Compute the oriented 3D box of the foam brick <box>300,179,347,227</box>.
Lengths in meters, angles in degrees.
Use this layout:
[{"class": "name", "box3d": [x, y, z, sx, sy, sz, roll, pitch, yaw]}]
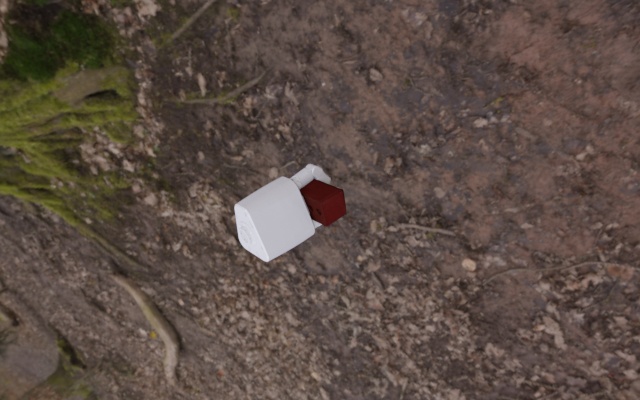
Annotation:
[{"class": "foam brick", "box3d": [0.000, 0.003, 0.850, 0.051, 0.053, 0.078, -32, 35, -30]}]
